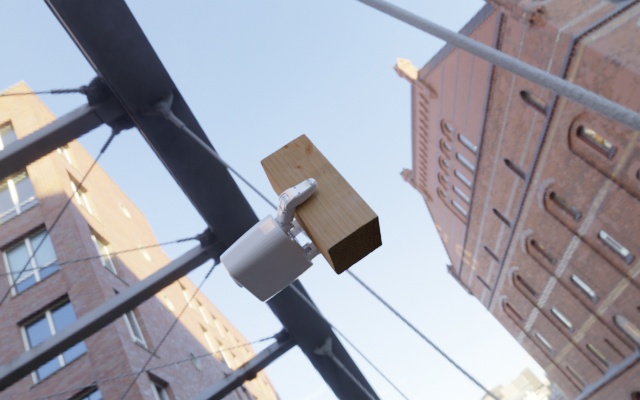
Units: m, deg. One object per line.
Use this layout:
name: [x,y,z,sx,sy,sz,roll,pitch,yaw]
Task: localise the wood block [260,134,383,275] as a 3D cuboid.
wood block: [0.000,0.002,0.758,0.090,0.206,0.091,-33,-33,-10]
